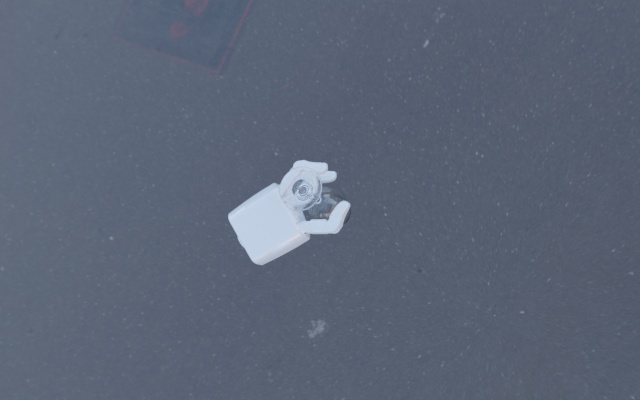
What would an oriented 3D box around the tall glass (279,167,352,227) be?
[{"bbox_3d":[0.000,0.003,0.860,0.079,0.079,0.201,0,-13,20],"label":"tall glass"}]
